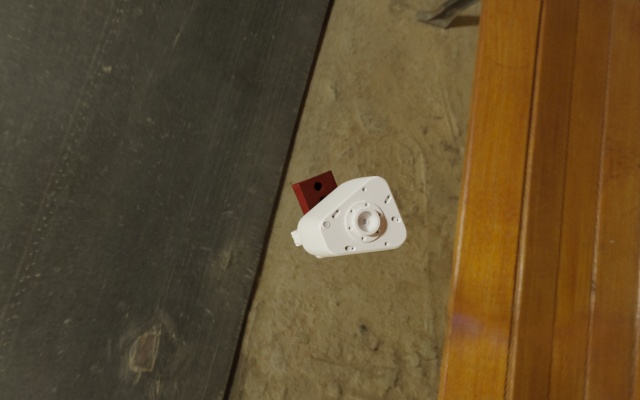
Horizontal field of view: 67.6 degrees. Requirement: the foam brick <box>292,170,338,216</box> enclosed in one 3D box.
[{"bbox_3d":[0.000,0.002,0.688,0.053,0.078,0.051,-23,2,-14],"label":"foam brick"}]
